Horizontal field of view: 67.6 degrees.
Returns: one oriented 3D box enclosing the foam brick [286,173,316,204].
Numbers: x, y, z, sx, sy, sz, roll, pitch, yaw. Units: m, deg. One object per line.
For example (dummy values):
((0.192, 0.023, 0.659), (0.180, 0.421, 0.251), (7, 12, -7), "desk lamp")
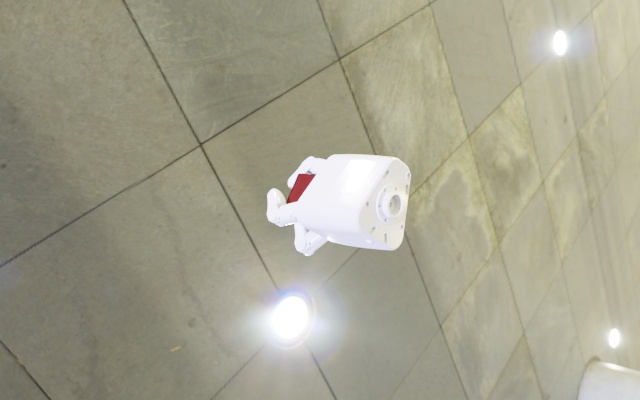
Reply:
((0.000, 0.002, 0.678), (0.078, 0.053, 0.051), (31, -14, -40), "foam brick")
